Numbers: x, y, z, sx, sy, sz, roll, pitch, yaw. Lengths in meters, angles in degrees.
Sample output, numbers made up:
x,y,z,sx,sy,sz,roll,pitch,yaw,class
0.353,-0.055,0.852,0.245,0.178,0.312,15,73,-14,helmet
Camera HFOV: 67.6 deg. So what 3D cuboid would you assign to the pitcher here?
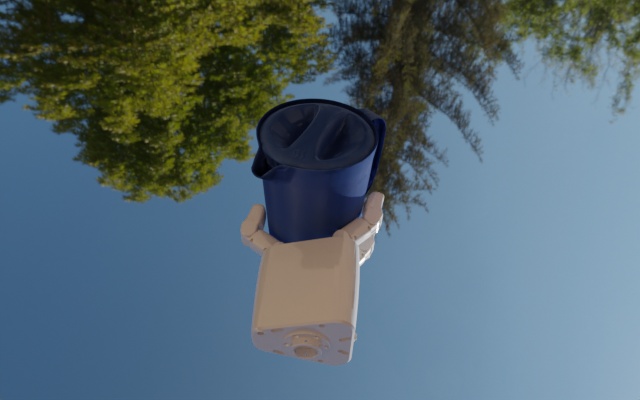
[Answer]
x,y,z,sx,sy,sz,roll,pitch,yaw,class
0.000,0.002,0.603,0.149,0.243,0.145,4,44,1,pitcher
